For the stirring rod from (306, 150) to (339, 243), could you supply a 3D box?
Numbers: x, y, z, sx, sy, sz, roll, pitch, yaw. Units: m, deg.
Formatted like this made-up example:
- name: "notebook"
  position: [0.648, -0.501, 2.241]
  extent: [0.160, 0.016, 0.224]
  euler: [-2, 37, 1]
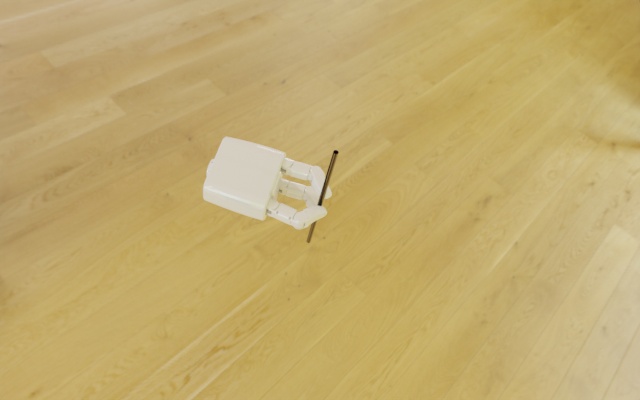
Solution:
- name: "stirring rod"
  position: [0.000, 0.003, 0.774]
  extent: [0.011, 0.011, 0.240]
  euler: [0, -36, -13]
